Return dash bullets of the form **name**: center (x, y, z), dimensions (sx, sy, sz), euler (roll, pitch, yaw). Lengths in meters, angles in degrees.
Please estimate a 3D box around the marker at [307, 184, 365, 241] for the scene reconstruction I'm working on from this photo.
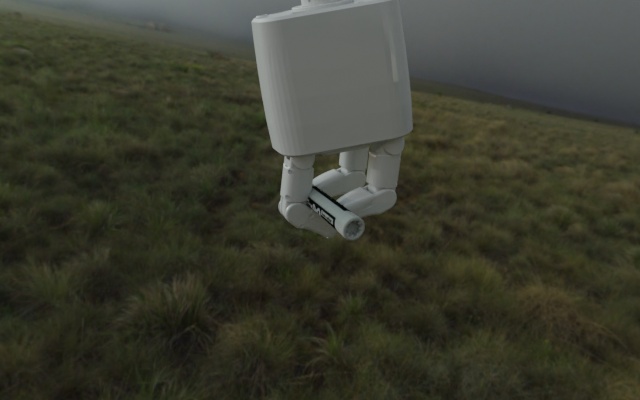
- **marker**: center (0.000, 0.001, 0.406), dimensions (0.020, 0.020, 0.121), euler (0, 20, -26)
